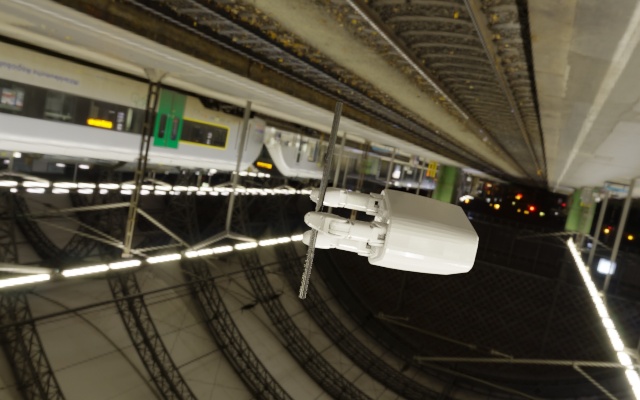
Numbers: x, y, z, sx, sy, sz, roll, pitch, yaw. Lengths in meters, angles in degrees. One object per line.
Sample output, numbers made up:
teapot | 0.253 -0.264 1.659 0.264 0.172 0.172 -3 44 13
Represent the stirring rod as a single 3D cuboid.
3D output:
stirring rod | 0.000 0.002 0.575 0.011 0.239 0.011 11 6 -1
